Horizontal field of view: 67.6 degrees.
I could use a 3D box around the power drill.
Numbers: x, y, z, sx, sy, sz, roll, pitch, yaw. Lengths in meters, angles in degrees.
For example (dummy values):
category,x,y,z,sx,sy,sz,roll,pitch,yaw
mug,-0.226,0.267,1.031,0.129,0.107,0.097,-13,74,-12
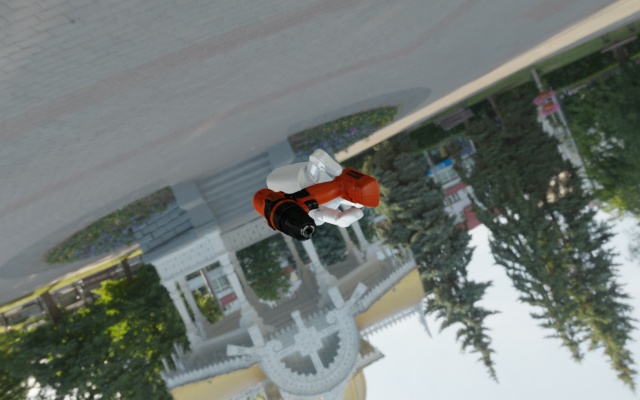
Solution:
category,x,y,z,sx,sy,sz,roll,pitch,yaw
power drill,0.000,0.002,0.781,0.187,0.057,0.184,-15,23,-24
